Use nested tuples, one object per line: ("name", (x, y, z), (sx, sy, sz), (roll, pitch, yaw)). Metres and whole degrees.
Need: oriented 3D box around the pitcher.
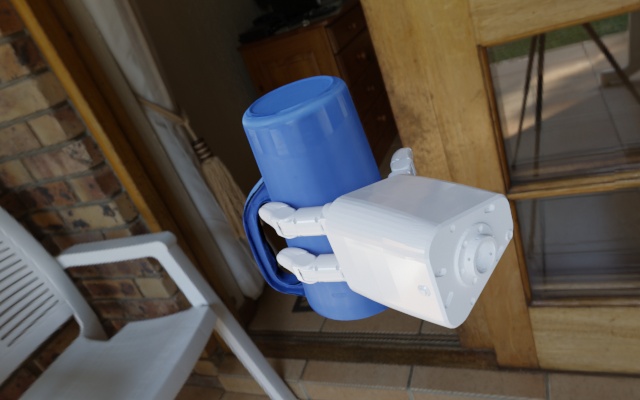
("pitcher", (0.000, 0.002, 0.515), (0.149, 0.243, 0.145), (-36, 31, -26))
